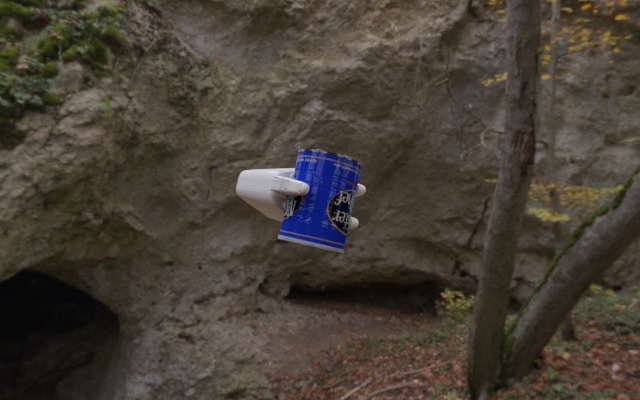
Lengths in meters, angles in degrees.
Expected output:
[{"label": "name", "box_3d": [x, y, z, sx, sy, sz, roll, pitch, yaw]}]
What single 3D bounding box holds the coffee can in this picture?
[{"label": "coffee can", "box_3d": [0.000, 0.003, 0.732, 0.103, 0.140, 0.103, 13, -5, 1]}]
